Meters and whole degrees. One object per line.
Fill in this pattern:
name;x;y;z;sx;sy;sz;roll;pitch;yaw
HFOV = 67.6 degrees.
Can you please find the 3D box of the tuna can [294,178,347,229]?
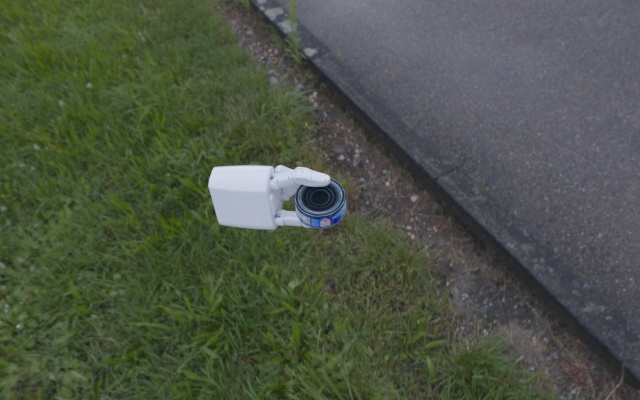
tuna can;0.000;0.002;0.788;0.086;0.086;0.034;0;-37;5
